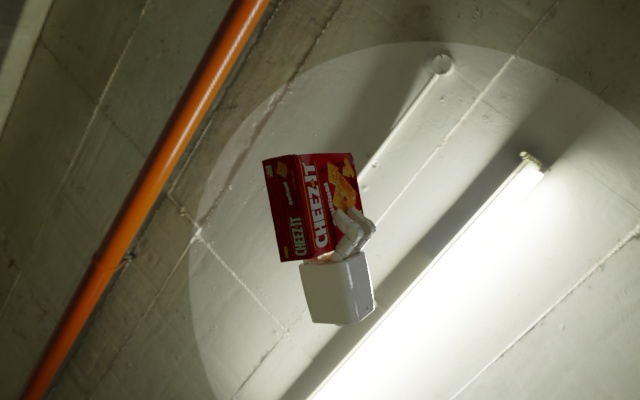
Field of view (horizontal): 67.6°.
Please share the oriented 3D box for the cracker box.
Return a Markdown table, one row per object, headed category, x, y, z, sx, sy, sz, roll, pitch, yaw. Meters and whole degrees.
| category | x | y | z | sx | sy | sz | roll | pitch | yaw |
| --- | --- | --- | --- | --- | --- | --- | --- | --- | --- |
| cracker box | 0.000 | 0.003 | 0.818 | 0.072 | 0.164 | 0.213 | -10 | 1 | 28 |
